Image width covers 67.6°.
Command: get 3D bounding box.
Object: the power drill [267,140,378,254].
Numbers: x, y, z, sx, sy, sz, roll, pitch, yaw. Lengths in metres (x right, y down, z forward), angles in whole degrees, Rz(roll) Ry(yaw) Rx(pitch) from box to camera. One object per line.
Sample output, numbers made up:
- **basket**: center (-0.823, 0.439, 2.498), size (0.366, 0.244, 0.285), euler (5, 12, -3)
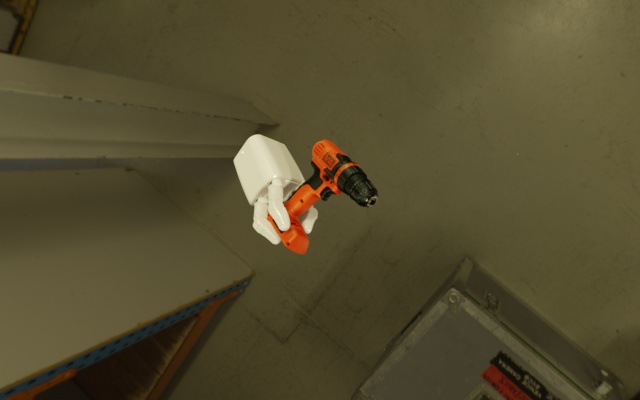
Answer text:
- **power drill**: center (0.000, 0.003, 0.846), size (0.057, 0.188, 0.184), euler (32, 13, -43)
